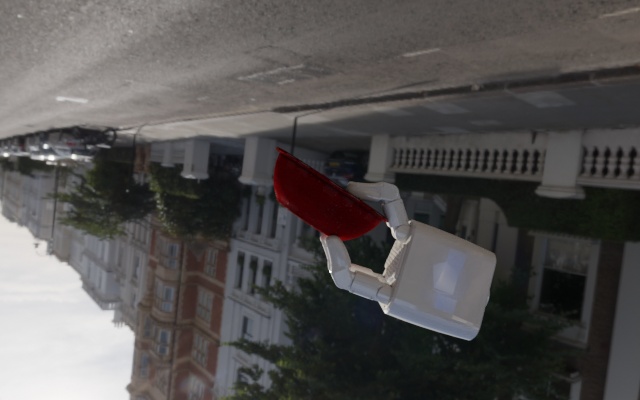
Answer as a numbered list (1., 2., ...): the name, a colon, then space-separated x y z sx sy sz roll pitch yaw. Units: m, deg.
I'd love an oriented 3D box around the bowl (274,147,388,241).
1. bowl: -0.001 0.002 0.576 0.162 0.055 0.162 34 1 -1
